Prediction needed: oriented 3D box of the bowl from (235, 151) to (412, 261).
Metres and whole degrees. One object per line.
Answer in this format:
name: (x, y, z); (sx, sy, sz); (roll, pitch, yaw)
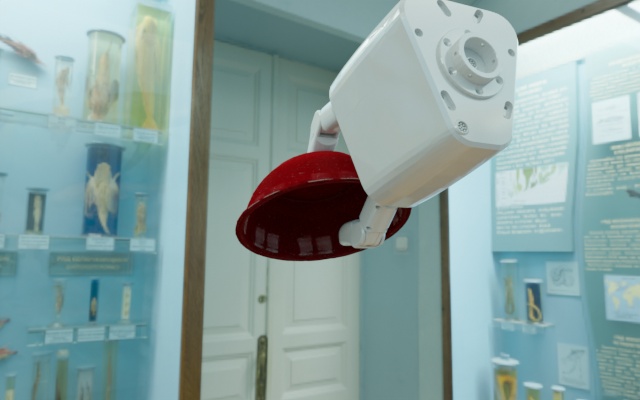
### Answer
bowl: (-0.001, 0.002, 0.451); (0.162, 0.055, 0.162); (-7, -29, -4)
